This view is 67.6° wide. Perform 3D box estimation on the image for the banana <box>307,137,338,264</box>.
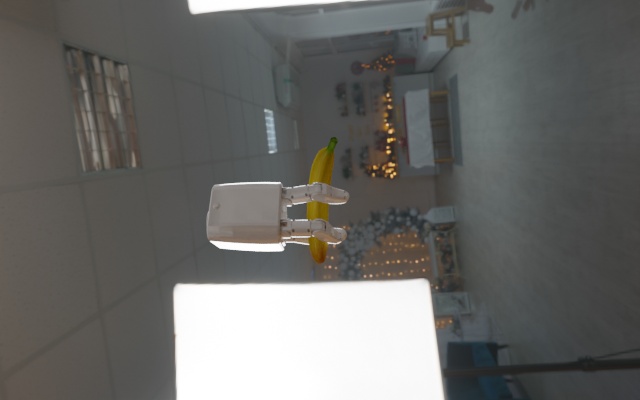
[{"bbox_3d":[-0.002,0.001,0.763,0.037,0.197,0.069,5,-7,-6],"label":"banana"}]
